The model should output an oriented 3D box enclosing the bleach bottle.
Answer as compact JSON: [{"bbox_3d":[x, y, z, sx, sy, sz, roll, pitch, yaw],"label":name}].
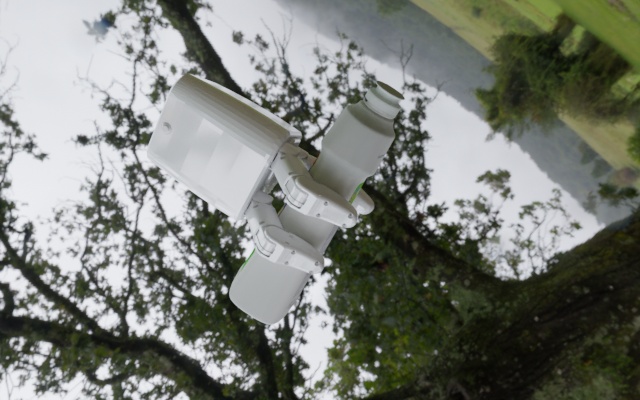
[{"bbox_3d":[0.000,0.002,0.455,0.068,0.251,0.102,33,26,1],"label":"bleach bottle"}]
